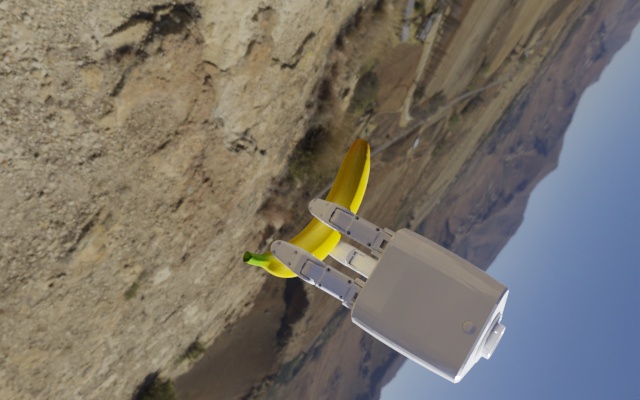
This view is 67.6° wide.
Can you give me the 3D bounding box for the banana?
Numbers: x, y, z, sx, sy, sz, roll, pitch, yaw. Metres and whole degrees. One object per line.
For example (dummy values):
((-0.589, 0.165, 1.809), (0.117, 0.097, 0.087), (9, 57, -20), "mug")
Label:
((0.004, 0.017, 0.519), (0.037, 0.070, 0.197), (18, 55, 40), "banana")
